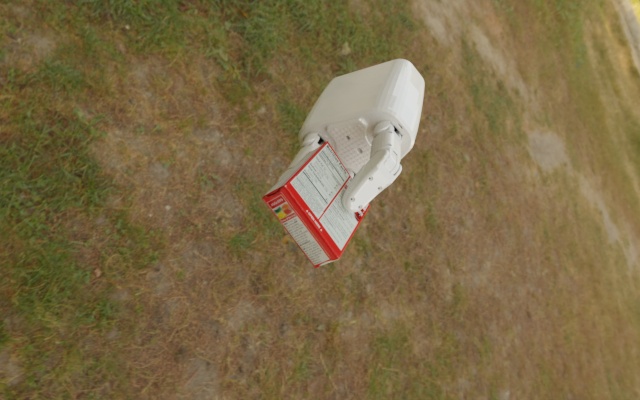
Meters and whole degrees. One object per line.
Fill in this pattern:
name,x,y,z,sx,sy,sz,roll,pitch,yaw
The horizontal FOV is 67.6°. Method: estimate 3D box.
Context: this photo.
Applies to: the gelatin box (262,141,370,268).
gelatin box,0.000,0.001,0.404,0.030,0.073,0.089,-27,16,35
